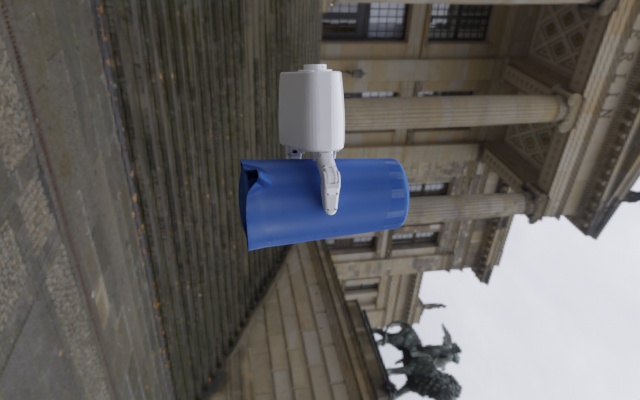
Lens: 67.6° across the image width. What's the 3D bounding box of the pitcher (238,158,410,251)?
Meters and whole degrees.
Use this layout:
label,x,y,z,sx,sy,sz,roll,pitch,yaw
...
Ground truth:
label,x,y,z,sx,sy,sz,roll,pitch,yaw
pitcher,0.000,0.002,0.720,0.243,0.145,0.149,-4,16,-10
